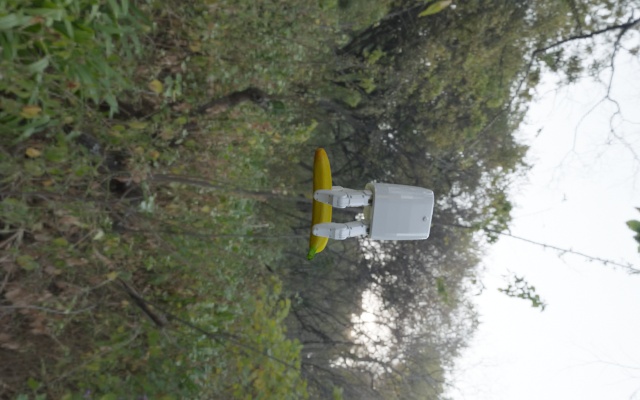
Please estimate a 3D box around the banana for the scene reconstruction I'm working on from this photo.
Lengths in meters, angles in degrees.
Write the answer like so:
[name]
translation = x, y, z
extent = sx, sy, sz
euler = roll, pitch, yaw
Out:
[banana]
translation = 0.001, 0.007, 0.866
extent = 0.037, 0.198, 0.069
euler = 3, -3, 5
